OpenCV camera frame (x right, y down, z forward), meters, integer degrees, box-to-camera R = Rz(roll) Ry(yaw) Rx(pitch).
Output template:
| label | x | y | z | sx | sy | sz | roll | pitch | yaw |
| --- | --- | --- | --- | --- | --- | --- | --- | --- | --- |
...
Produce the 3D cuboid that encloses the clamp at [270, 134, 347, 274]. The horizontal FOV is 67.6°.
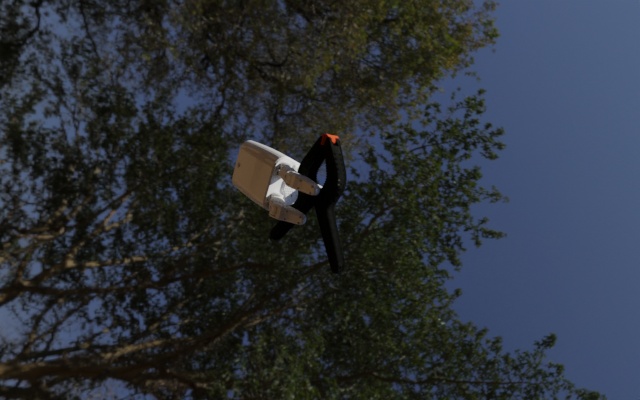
| label | x | y | z | sx | sy | sz | roll | pitch | yaw |
| --- | --- | --- | --- | --- | --- | --- | --- | --- | --- |
| clamp | 0.001 | 0.002 | 0.759 | 0.164 | 0.210 | 0.036 | 29 | 18 | 38 |
